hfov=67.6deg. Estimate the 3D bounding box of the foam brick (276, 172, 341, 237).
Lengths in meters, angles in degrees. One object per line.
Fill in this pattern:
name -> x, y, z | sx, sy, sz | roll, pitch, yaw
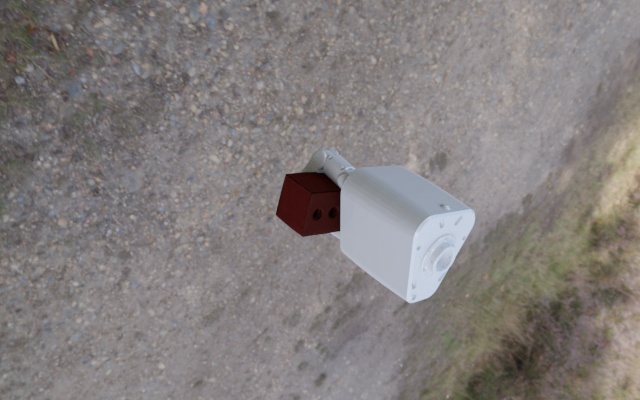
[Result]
foam brick -> 0.000, 0.002, 0.529 | 0.078, 0.053, 0.051 | -6, 31, -38
